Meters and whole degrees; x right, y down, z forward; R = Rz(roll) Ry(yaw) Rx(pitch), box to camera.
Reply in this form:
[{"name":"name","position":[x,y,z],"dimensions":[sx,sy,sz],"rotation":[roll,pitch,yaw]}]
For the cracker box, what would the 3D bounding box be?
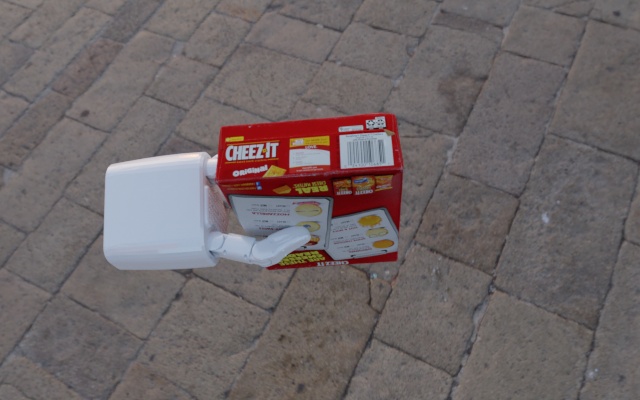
[{"name":"cracker box","position":[0.000,0.002,0.508],"dimensions":[0.164,0.072,0.214],"rotation":[-4,-29,5]}]
